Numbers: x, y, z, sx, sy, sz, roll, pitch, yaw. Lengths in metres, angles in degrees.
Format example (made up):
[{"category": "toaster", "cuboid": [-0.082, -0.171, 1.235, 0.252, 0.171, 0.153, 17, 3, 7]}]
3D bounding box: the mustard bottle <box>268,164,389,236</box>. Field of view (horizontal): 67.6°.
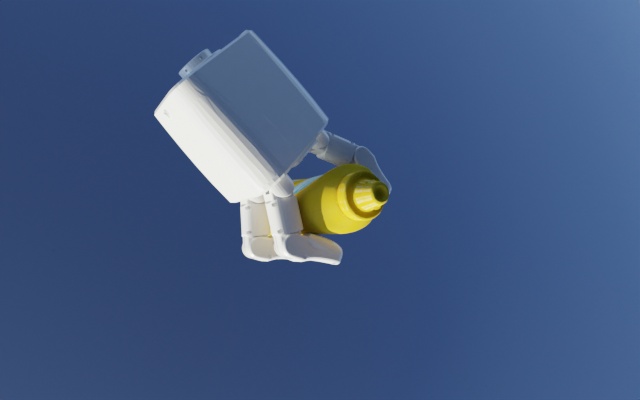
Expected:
[{"category": "mustard bottle", "cuboid": [0.000, 0.002, 0.453, 0.096, 0.058, 0.191, -21, 5, -29]}]
